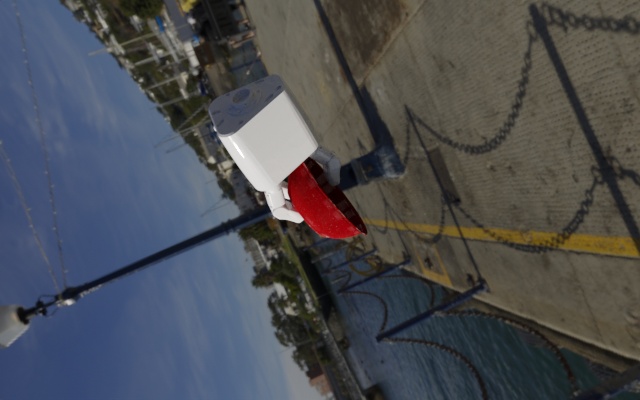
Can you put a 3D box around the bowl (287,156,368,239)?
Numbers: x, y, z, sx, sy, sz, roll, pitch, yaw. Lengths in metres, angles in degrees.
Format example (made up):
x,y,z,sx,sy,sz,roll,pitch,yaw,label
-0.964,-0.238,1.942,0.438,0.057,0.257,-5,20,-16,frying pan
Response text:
x,y,z,sx,sy,sz,roll,pitch,yaw,label
0.001,0.003,0.717,0.055,0.162,0.162,-39,-8,10,bowl
